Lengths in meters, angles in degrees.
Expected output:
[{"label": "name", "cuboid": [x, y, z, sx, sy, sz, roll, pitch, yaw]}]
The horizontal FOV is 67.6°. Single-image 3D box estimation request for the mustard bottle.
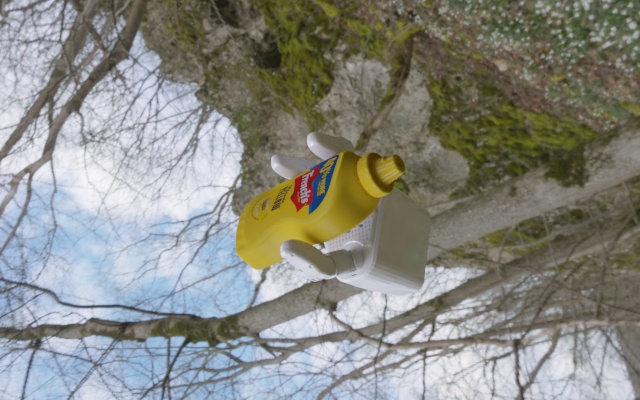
[{"label": "mustard bottle", "cuboid": [0.000, 0.001, 0.474, 0.192, 0.096, 0.058, -25, -60, 35]}]
